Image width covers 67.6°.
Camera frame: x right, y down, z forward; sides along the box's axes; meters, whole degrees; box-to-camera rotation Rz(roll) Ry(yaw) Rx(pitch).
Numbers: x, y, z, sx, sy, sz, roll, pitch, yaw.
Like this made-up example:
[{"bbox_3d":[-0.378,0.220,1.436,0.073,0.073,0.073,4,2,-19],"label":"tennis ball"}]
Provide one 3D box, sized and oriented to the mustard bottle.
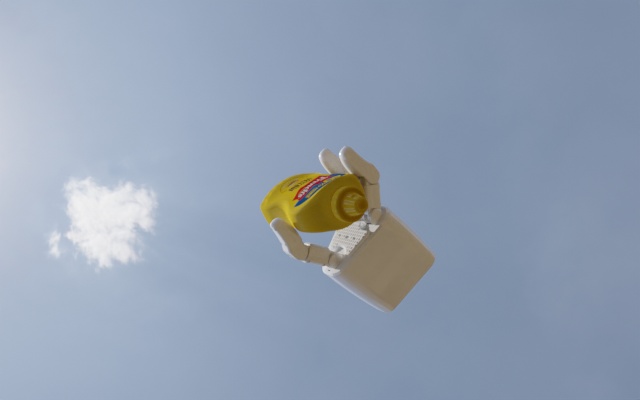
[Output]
[{"bbox_3d":[0.000,0.002,0.594,0.096,0.058,0.191,-33,17,-23],"label":"mustard bottle"}]
